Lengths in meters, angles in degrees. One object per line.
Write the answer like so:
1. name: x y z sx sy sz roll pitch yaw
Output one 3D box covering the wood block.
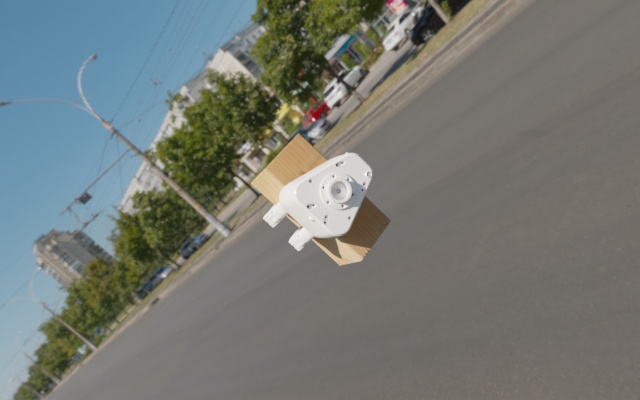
1. wood block: 0.000 0.002 0.783 0.206 0.090 0.090 44 -24 -8
